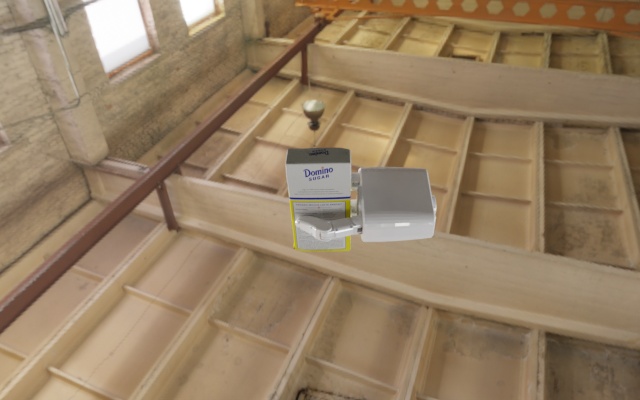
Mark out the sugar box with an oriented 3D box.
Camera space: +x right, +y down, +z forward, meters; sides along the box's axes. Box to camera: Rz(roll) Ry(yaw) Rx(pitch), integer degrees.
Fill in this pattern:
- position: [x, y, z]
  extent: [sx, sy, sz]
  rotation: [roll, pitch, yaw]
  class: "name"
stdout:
- position: [0.000, 0.002, 0.725]
  extent: [0.093, 0.176, 0.048]
  rotation: [0, 38, 2]
  class: "sugar box"
